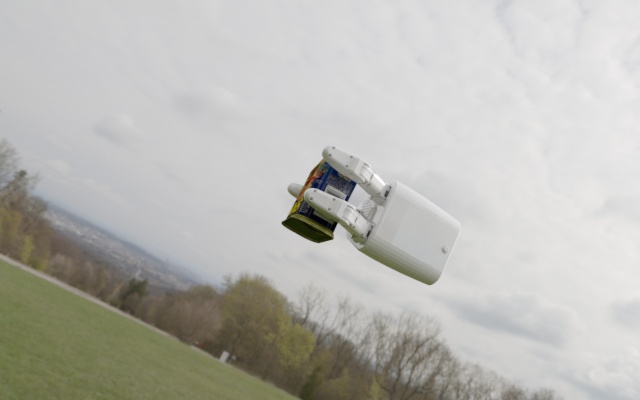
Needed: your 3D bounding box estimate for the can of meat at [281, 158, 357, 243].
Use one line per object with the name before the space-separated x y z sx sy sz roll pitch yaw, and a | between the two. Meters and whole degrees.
can of meat | 0.000 0.002 0.595 0.057 0.084 0.102 29 -14 -8
